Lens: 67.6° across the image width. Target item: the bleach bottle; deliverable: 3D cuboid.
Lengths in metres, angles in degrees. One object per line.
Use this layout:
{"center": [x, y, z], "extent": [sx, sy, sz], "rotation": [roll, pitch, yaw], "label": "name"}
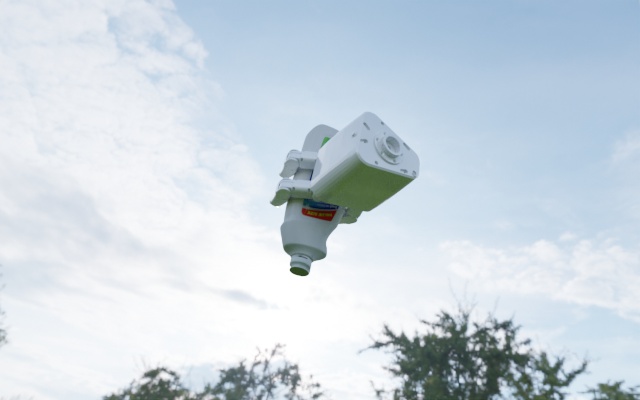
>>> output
{"center": [0.000, 0.002, 0.731], "extent": [0.102, 0.250, 0.068], "rotation": [28, -38, -20], "label": "bleach bottle"}
